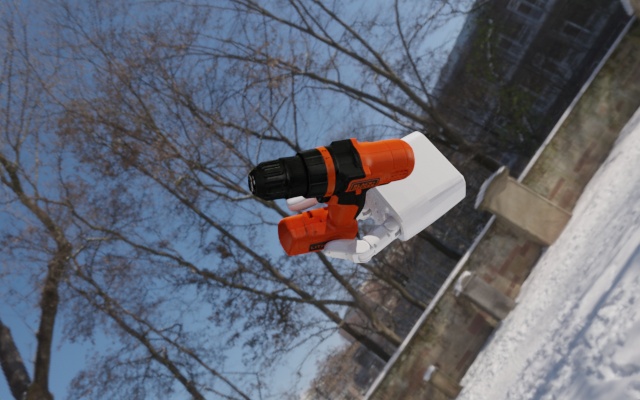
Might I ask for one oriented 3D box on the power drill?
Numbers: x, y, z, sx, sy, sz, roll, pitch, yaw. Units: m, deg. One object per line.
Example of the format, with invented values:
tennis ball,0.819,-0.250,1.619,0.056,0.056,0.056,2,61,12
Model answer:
power drill,0.000,0.002,0.558,0.184,0.057,0.188,-9,-25,-19
